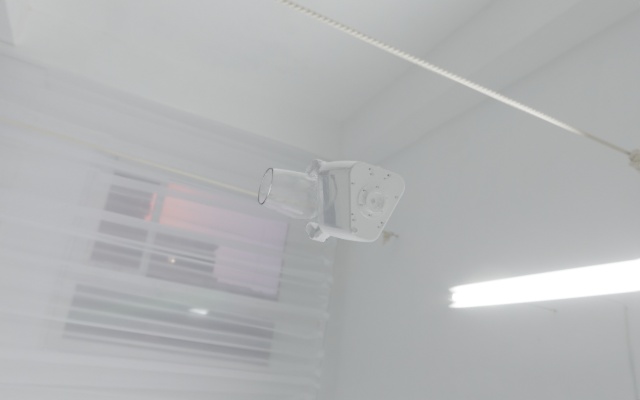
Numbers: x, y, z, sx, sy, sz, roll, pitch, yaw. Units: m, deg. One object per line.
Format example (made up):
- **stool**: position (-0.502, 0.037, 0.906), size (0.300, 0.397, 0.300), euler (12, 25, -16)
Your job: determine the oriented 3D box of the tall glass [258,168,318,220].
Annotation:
- **tall glass**: position (0.001, 0.003, 0.801), size (0.201, 0.079, 0.079), euler (16, -6, -22)
